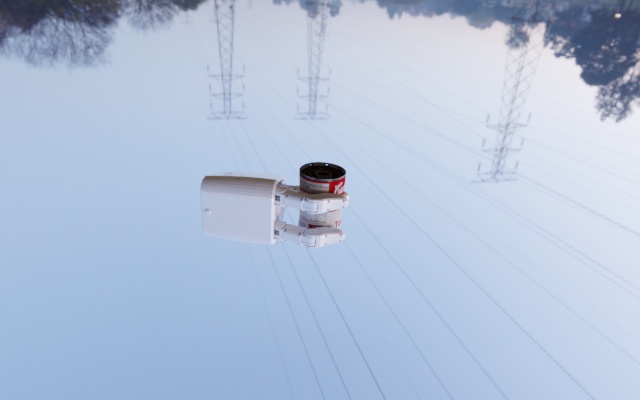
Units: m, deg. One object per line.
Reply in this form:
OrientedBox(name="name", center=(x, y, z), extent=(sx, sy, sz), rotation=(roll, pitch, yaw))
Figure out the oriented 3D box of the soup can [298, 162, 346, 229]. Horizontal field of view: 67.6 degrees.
OrientedBox(name="soup can", center=(0.001, 0.003, 0.708), extent=(0.068, 0.102, 0.068), rotation=(3, 25, -2))
